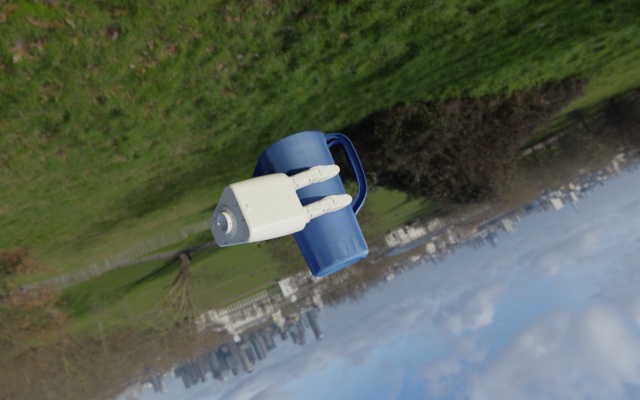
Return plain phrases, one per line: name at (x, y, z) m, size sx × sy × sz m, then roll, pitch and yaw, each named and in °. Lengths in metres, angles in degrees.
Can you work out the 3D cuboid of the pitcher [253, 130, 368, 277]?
pitcher at (0.000, 0.003, 0.853) m, size 0.145 × 0.242 × 0.149 m, roll -13°, pitch -16°, yaw -45°
